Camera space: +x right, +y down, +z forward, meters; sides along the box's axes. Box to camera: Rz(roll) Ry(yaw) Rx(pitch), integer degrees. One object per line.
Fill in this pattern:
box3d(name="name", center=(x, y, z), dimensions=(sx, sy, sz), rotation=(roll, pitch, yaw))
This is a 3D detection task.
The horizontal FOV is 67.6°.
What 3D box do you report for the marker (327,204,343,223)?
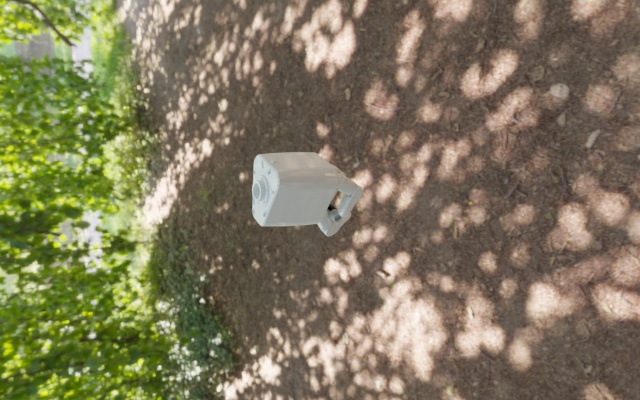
box3d(name="marker", center=(0.000, 0.003, 0.851), dimensions=(0.020, 0.020, 0.121), rotation=(0, 26, -34))
